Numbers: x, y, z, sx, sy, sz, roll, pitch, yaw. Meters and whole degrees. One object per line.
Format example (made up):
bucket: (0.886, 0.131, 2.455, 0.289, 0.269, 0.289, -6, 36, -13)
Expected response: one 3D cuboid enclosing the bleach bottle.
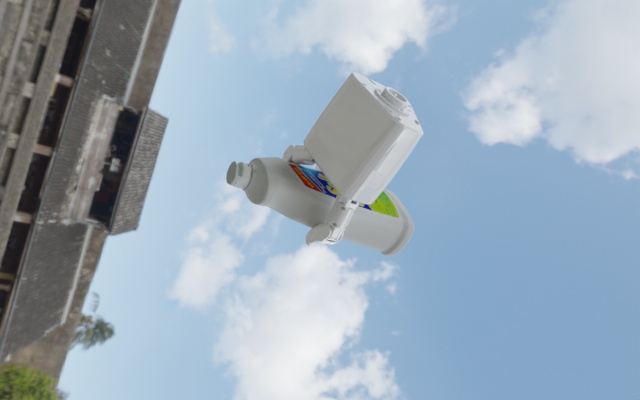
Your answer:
bleach bottle: (0.000, 0.002, 0.619, 0.251, 0.068, 0.102, 16, 32, -32)
